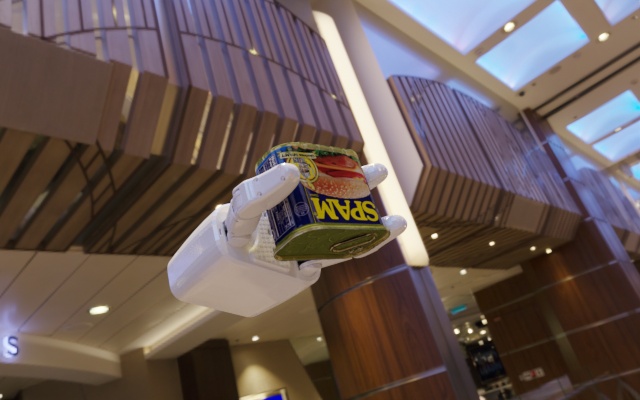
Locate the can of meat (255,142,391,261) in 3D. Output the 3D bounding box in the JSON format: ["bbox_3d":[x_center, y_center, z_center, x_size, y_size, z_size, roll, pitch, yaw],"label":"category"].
[{"bbox_3d":[0.000,0.001,0.408,0.102,0.084,0.057,4,-33,-39],"label":"can of meat"}]
